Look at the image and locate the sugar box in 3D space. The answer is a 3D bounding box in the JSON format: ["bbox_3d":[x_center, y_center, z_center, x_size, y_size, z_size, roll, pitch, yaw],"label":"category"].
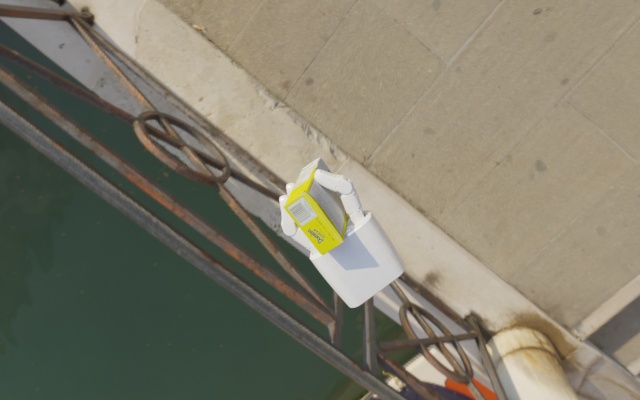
[{"bbox_3d":[0.000,0.003,0.735,0.048,0.093,0.176,-33,13,15],"label":"sugar box"}]
